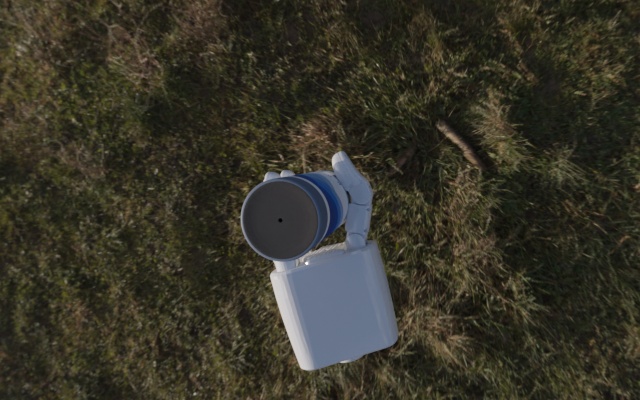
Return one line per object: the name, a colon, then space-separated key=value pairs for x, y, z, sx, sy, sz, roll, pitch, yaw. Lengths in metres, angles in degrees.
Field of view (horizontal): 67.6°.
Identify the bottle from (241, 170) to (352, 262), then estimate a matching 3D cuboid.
bottle: x=0.000 y=0.002 z=0.516 sx=0.069 sy=0.069 sz=0.295 roll=0 pitch=5 yaw=13
